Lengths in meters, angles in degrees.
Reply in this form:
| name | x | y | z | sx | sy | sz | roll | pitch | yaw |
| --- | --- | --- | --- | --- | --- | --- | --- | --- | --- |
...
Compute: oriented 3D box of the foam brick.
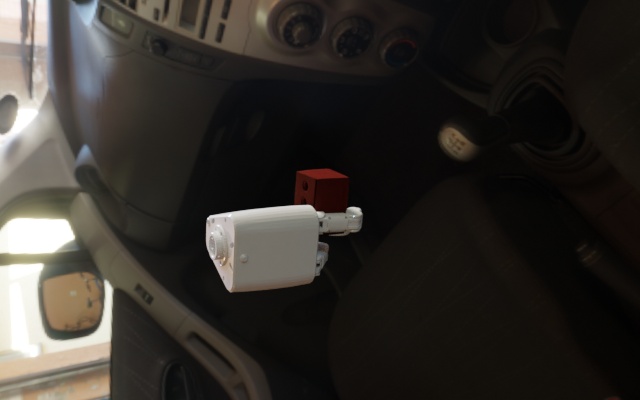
| name | x | y | z | sx | sy | sz | roll | pitch | yaw |
| --- | --- | --- | --- | --- | --- | --- | --- | --- | --- |
| foam brick | 0.000 | 0.002 | 0.620 | 0.051 | 0.078 | 0.053 | -3 | 16 | -29 |
